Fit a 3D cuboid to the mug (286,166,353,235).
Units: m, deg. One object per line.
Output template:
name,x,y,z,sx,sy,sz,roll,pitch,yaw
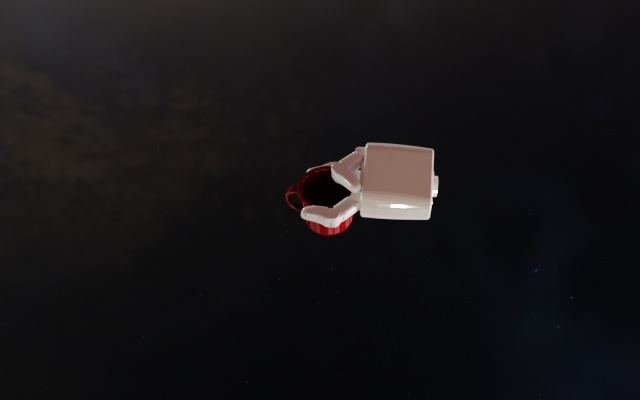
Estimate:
mug,-0.001,0.003,0.792,0.117,0.093,0.082,4,-40,9
